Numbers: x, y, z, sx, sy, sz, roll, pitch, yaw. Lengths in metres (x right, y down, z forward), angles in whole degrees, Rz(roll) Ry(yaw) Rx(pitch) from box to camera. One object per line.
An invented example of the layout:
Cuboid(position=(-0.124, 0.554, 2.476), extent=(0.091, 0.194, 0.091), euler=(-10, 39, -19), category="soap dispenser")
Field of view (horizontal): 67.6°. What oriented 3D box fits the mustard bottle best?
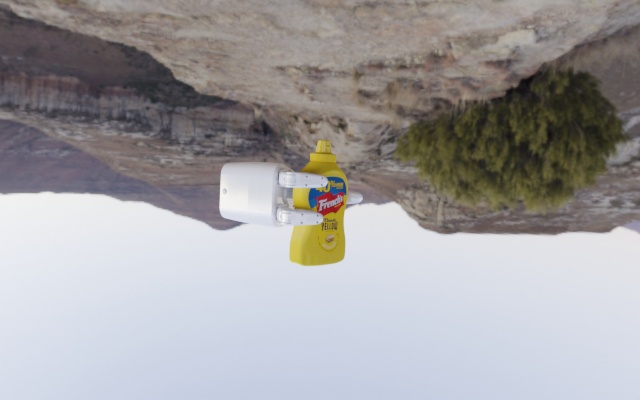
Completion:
Cuboid(position=(0.000, 0.003, 0.746), extent=(0.096, 0.191, 0.058), euler=(-1, 6, -40), category="mustard bottle")
